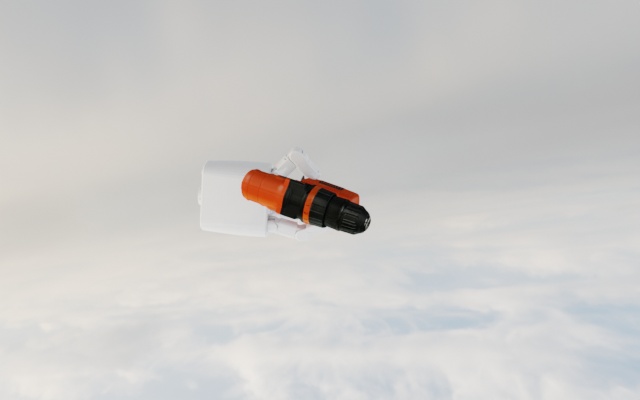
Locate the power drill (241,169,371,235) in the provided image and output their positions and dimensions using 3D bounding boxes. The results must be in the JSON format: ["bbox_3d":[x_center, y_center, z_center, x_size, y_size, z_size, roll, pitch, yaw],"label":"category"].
[{"bbox_3d":[0.000,0.002,0.698,0.184,0.057,0.187,20,4,17],"label":"power drill"}]
